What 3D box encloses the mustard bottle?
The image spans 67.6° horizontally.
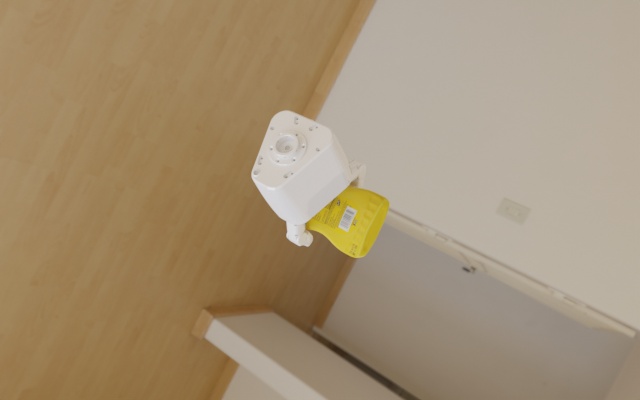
[{"bbox_3d":[0.000,0.003,0.715,0.191,0.096,0.058,27,9,25],"label":"mustard bottle"}]
